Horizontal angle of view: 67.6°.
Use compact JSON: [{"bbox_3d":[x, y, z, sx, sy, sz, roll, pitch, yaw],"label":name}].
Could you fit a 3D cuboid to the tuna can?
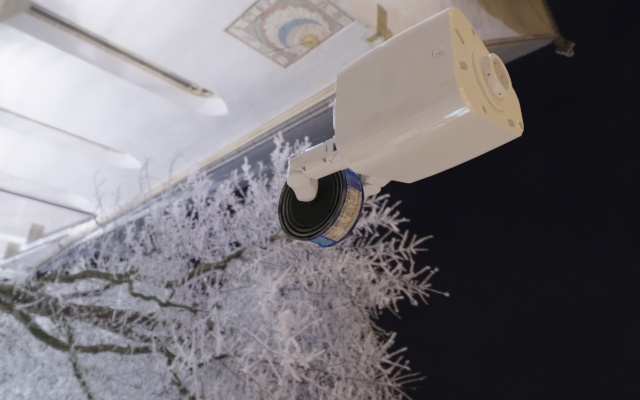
[{"bbox_3d":[0.000,0.002,0.464,0.086,0.086,0.034,0,-19,44],"label":"tuna can"}]
